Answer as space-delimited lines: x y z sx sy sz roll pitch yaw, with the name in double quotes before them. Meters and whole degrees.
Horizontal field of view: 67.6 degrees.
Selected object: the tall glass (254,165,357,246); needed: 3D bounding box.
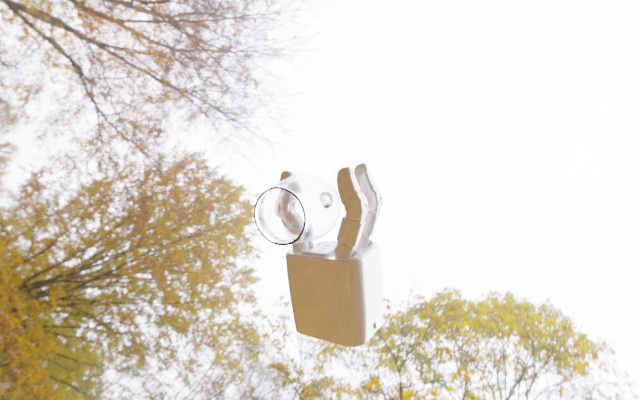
"tall glass" 0.000 0.002 0.578 0.079 0.079 0.201 0 8 26
